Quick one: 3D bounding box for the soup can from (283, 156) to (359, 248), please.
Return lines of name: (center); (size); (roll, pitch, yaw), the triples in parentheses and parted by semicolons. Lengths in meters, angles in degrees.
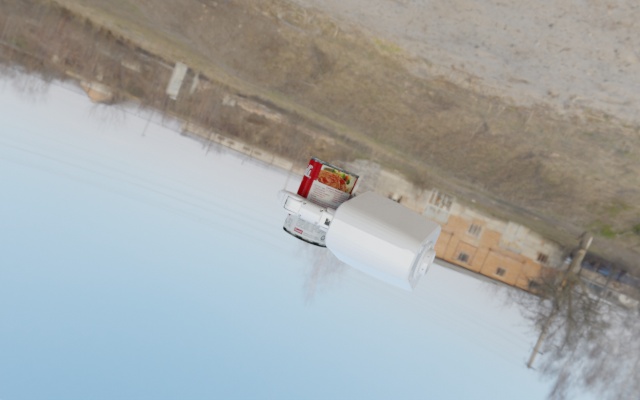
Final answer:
soup can: (0.000, 0.002, 0.621); (0.068, 0.102, 0.068); (23, 5, -2)
